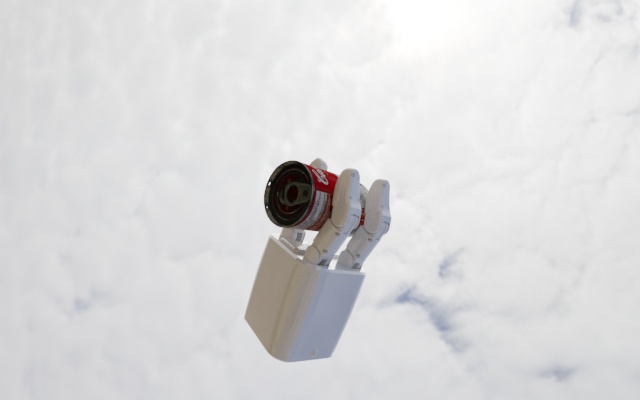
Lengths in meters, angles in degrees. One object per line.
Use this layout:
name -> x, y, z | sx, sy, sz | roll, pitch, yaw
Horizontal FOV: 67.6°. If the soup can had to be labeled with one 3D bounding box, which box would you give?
soup can -> 0.000, 0.001, 0.508 | 0.068, 0.068, 0.102 | 0, -10, 42
